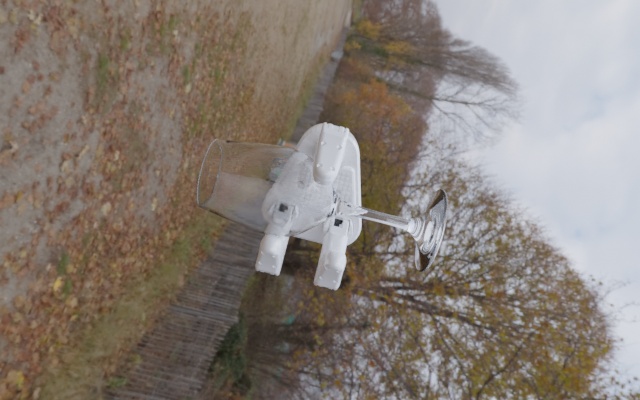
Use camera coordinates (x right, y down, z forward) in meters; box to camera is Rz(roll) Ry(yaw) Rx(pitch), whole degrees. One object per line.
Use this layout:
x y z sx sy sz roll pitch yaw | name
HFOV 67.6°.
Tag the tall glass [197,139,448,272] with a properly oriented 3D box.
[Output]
0.001 0.001 0.413 0.201 0.079 0.079 14 0 -1 | tall glass
